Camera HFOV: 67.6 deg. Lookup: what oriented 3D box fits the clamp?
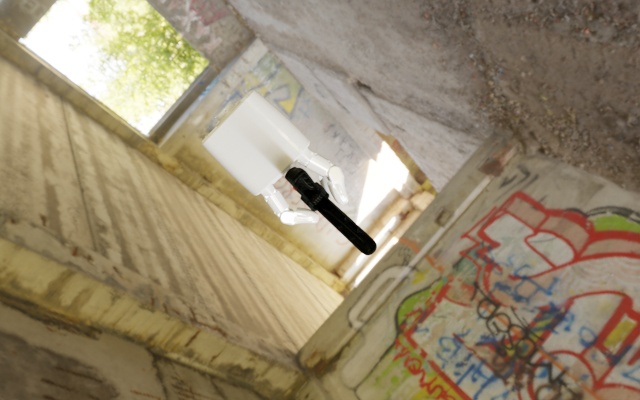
[{"bbox_3d":[-0.001,0.003,0.708,0.164,0.036,0.210,45,-2,-16],"label":"clamp"}]
